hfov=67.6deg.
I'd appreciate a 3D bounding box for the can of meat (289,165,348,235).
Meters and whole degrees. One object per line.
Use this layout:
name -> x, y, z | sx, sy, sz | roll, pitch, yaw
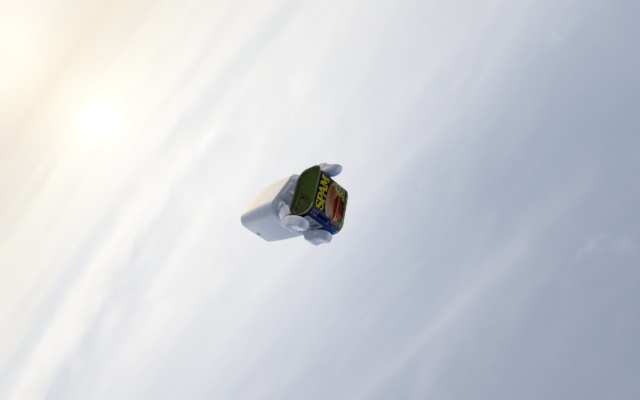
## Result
can of meat -> 0.000, 0.003, 0.847 | 0.057, 0.102, 0.084 | -20, -45, 40
